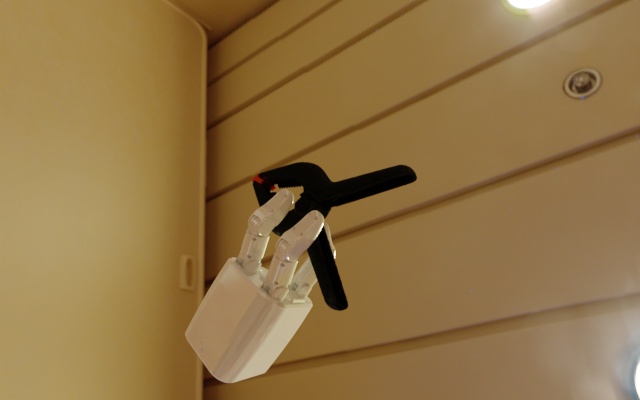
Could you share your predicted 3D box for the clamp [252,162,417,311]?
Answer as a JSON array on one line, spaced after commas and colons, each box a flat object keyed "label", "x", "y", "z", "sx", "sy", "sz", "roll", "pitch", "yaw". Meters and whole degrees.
[{"label": "clamp", "x": 0.000, "y": 0.002, "z": 0.545, "sx": 0.210, "sy": 0.164, "sz": 0.036, "roll": 35, "pitch": 0, "yaw": 41}]
